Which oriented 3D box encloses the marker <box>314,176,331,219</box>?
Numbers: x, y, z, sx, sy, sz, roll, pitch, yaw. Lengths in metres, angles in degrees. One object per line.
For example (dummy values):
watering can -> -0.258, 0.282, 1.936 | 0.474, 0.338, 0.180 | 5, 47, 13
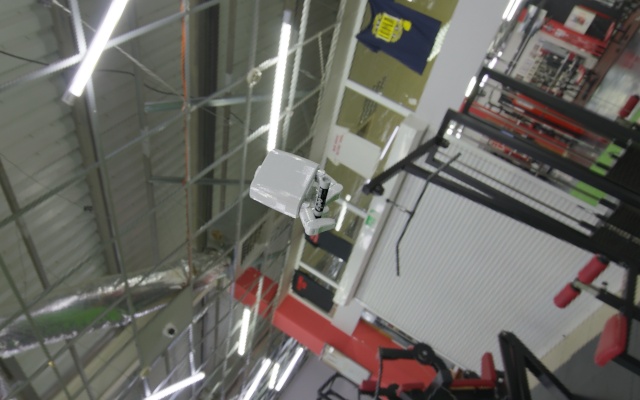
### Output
marker -> 0.000, 0.003, 0.890 | 0.020, 0.020, 0.121 | 0, -42, -13
